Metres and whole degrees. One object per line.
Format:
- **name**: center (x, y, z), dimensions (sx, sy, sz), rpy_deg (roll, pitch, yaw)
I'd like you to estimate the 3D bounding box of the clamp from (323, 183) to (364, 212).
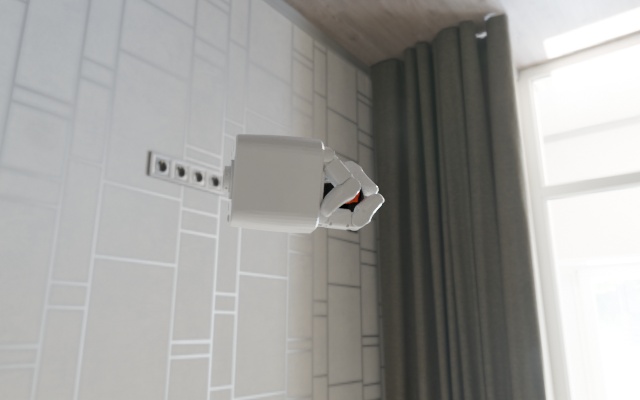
- **clamp**: center (0.000, 0.003, 0.681), dimensions (0.120, 0.039, 0.171), rpy_deg (4, -16, -15)
